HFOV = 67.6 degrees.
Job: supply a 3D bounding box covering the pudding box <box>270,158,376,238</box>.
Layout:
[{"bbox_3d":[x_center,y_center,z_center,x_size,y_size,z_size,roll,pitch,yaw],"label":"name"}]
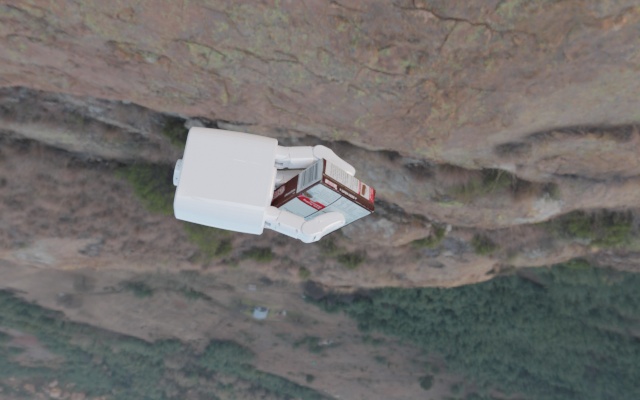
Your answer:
[{"bbox_3d":[0.000,0.002,0.610,0.090,0.039,0.113,28,-37,-30],"label":"pudding box"}]
